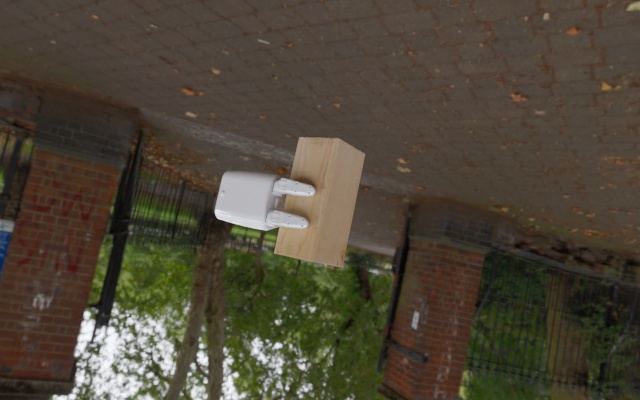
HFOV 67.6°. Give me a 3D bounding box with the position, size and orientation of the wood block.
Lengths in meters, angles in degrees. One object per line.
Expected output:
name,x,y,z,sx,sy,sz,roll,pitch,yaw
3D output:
wood block,0.000,0.003,0.828,0.090,0.206,0.091,7,-8,36
